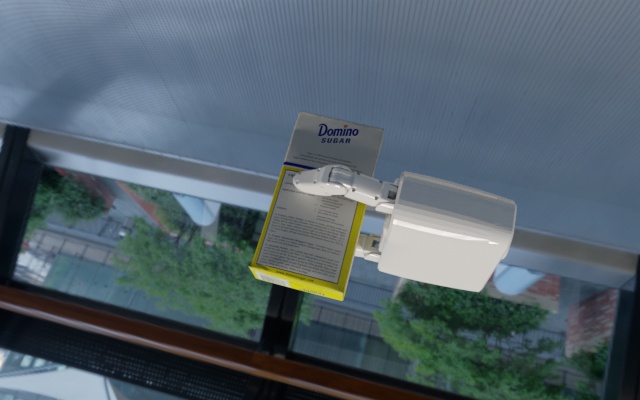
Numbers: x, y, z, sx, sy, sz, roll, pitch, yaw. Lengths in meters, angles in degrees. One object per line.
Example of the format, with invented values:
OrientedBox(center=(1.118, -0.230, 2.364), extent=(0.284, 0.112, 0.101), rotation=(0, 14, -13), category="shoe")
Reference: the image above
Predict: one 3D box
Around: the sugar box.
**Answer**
OrientedBox(center=(0.000, 0.002, 0.482), extent=(0.093, 0.176, 0.048), rotation=(14, -23, 7), category="sugar box")
